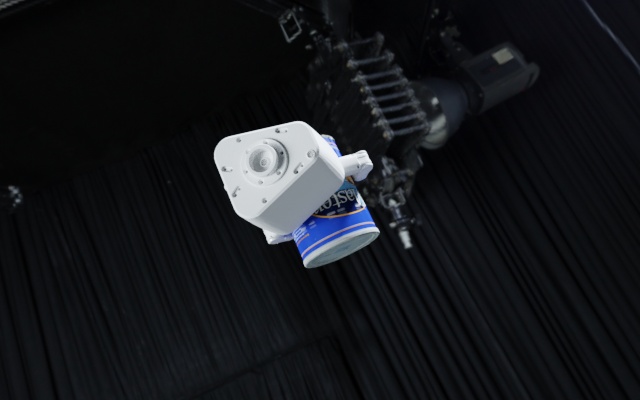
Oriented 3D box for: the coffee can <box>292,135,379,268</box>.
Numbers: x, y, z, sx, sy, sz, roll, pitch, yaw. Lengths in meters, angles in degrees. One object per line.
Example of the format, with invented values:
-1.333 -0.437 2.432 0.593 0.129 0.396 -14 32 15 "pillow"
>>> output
0.000 0.002 0.617 0.103 0.140 0.103 -23 -16 -7 "coffee can"
